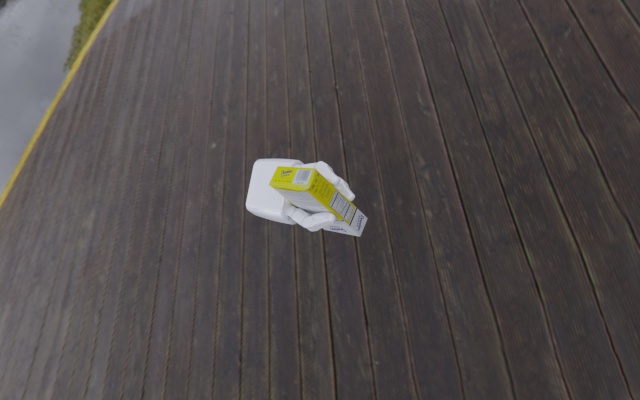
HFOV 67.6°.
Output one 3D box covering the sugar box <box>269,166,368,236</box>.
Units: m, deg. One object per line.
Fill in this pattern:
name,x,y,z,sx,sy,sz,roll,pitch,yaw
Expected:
sugar box,0.000,0.002,0.847,0.093,0.048,0.176,8,-21,41
